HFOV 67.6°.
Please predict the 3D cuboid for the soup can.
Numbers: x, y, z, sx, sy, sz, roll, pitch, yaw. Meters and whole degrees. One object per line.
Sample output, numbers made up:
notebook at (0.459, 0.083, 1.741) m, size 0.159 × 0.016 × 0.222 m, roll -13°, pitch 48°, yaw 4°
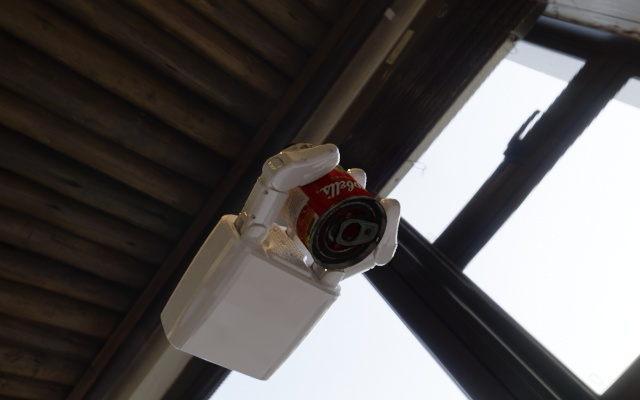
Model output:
soup can at (0.000, 0.001, 0.402) m, size 0.068 × 0.068 × 0.102 m, roll 0°, pitch 30°, yaw -31°
